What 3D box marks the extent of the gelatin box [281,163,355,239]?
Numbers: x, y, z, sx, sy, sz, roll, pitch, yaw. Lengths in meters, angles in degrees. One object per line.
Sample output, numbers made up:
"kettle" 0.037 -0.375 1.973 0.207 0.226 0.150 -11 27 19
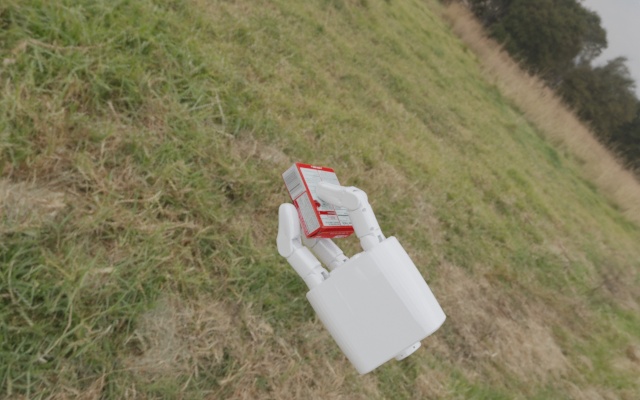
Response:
"gelatin box" 0.000 0.001 0.568 0.030 0.089 0.073 -35 -23 32
